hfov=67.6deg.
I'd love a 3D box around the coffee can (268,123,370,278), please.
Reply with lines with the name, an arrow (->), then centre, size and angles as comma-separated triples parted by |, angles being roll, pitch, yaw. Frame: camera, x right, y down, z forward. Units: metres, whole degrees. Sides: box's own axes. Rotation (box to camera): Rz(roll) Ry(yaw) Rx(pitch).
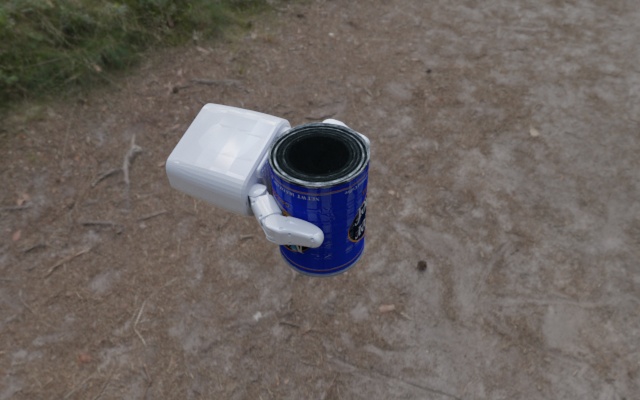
coffee can -> 0.000, 0.002, 0.523 | 0.103, 0.140, 0.102 | -1, 44, 1
